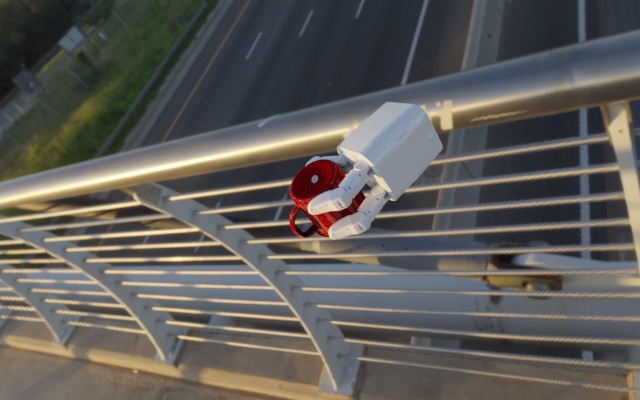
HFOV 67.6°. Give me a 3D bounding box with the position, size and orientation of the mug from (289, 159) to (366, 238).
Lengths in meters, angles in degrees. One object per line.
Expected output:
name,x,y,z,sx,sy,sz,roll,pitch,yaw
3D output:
mug,-0.001,0.003,0.697,0.093,0.117,0.081,36,-11,50
